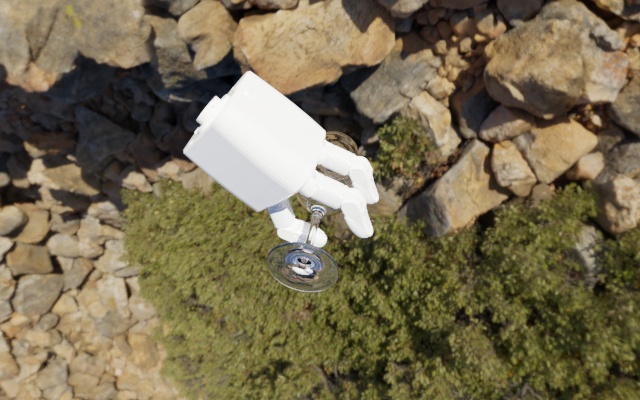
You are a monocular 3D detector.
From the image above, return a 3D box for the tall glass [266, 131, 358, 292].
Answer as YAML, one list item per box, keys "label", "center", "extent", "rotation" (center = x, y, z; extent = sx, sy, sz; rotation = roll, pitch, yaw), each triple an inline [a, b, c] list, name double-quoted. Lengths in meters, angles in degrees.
- label: "tall glass"
  center: [0.000, 0.002, 0.547]
  extent: [0.079, 0.079, 0.201]
  rotation: [0, 41, 15]
